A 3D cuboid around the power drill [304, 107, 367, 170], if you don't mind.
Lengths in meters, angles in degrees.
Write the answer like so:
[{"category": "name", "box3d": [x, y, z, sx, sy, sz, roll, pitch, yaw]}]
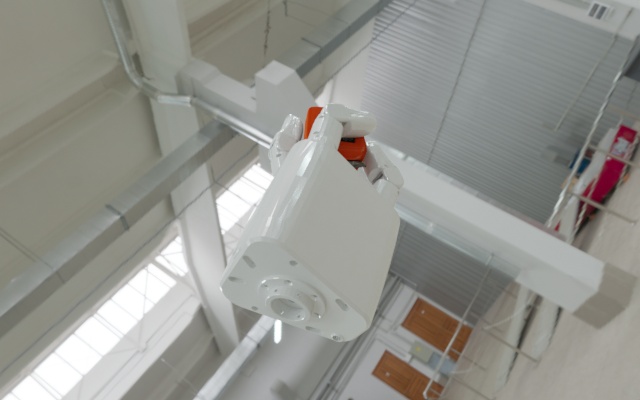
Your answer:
[{"category": "power drill", "box3d": [0.000, 0.001, 0.506, 0.057, 0.188, 0.184, 5, 30, -6]}]
